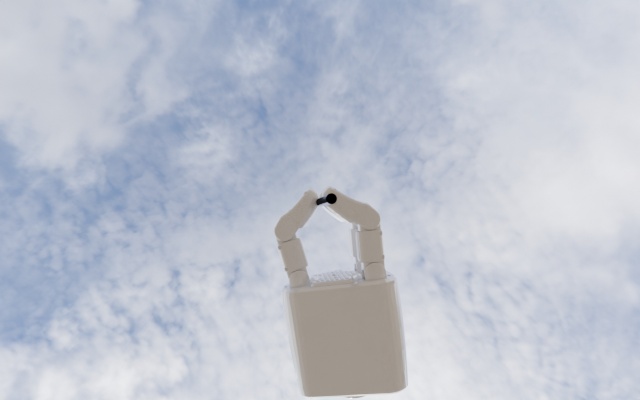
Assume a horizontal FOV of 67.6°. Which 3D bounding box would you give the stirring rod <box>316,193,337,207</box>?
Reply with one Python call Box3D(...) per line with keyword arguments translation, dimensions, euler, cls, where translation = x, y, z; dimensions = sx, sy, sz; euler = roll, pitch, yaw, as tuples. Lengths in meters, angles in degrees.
Box3D(translation=(0.000, 0.002, 0.461), dimensions=(0.011, 0.011, 0.239), euler=(0, -1, -4), cls="stirring rod")
